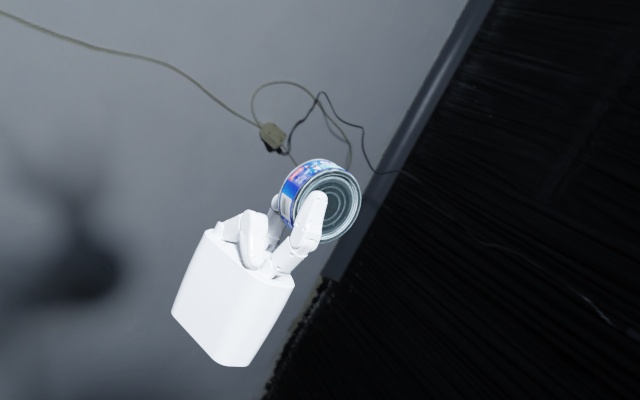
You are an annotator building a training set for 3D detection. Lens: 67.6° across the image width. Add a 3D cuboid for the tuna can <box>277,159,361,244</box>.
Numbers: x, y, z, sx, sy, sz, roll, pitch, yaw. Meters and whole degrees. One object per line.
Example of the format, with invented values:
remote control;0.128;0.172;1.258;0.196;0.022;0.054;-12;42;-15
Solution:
tuna can;0.000;0.002;0.505;0.086;0.086;0.033;0;21;-33
